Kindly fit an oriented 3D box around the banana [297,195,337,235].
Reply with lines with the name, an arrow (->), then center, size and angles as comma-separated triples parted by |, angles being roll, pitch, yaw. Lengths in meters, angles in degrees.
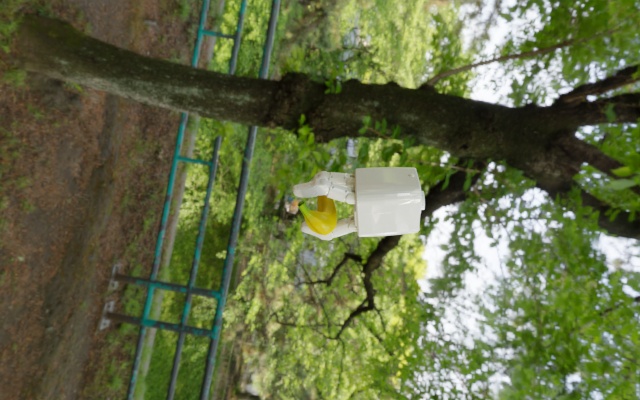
banana -> 0.005, 0.021, 0.816 | 0.037, 0.069, 0.198 | -16, 4, 10
